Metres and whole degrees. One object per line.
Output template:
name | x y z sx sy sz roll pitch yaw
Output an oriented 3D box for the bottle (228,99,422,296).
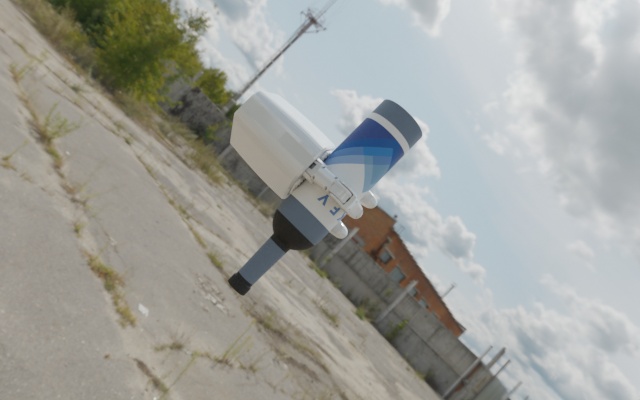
bottle | 0.000 0.002 0.589 0.069 0.295 0.069 44 -4 4
